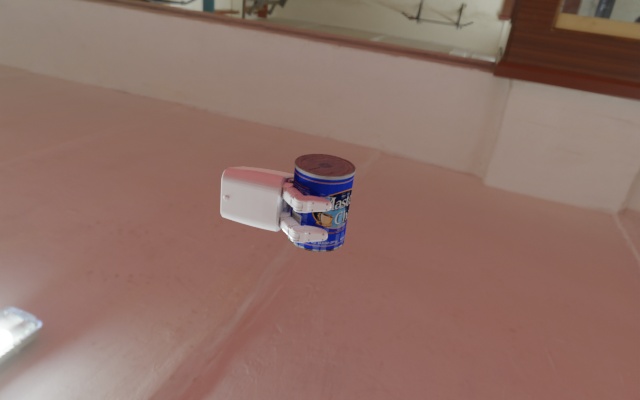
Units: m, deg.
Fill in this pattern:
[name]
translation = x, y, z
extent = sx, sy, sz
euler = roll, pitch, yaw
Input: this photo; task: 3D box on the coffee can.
[coffee can]
translation = 0.000, 0.003, 0.822
extent = 0.103, 0.140, 0.102
euler = 6, 25, -3
